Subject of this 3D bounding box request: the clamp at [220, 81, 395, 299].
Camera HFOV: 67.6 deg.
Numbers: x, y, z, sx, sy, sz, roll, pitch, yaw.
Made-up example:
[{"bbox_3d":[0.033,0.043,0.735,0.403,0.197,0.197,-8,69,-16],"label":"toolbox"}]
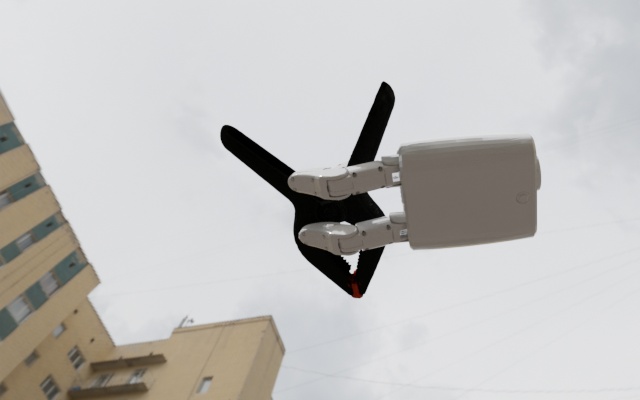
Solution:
[{"bbox_3d":[0.001,0.002,0.461,0.164,0.210,0.036,-5,24,14],"label":"clamp"}]
